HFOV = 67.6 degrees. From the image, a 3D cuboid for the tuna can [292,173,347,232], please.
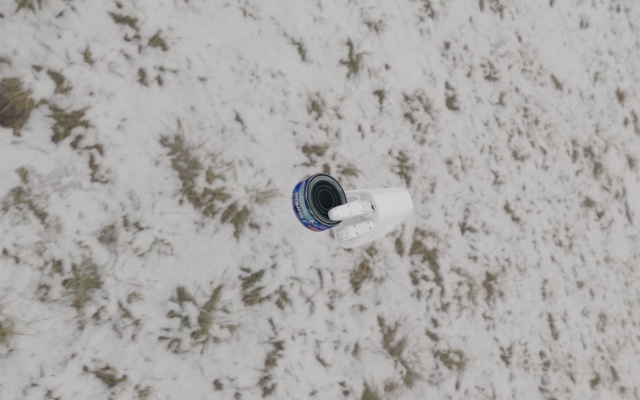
[{"bbox_3d":[0.000,0.002,0.723,0.086,0.086,0.034,0,-15,-42],"label":"tuna can"}]
